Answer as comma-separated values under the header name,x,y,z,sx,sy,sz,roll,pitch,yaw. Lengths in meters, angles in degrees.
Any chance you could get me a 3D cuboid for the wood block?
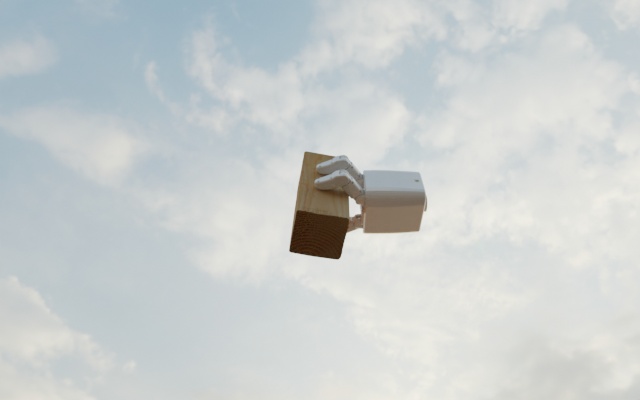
name,x,y,z,sx,sy,sz,roll,pitch,yaw
wood block,0.000,0.003,0.869,0.090,0.091,0.206,9,32,-3
